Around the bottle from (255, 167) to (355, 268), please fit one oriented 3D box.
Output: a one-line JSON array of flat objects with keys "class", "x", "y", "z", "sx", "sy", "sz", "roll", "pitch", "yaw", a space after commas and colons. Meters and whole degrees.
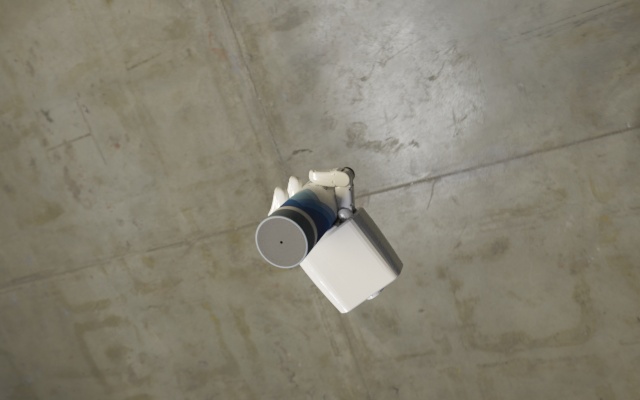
[{"class": "bottle", "x": 0.000, "y": 0.002, "z": 0.685, "sx": 0.069, "sy": 0.069, "sz": 0.295, "roll": 0, "pitch": 19, "yaw": 19}]
